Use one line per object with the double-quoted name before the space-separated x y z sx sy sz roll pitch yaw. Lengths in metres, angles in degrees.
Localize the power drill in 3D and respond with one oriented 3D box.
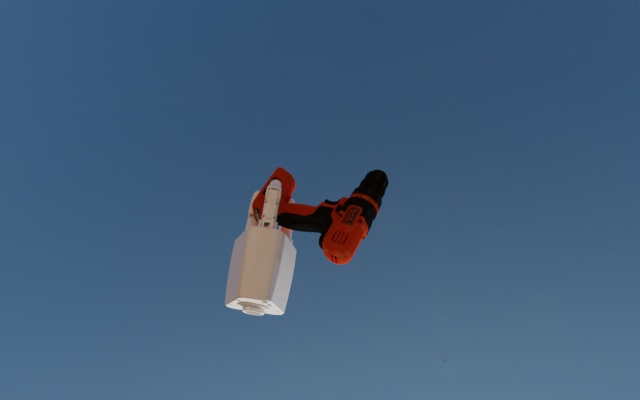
"power drill" 0.000 0.003 0.769 0.187 0.184 0.057 15 -39 24
